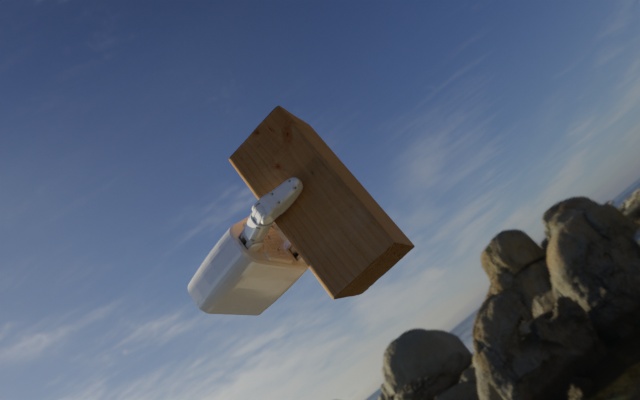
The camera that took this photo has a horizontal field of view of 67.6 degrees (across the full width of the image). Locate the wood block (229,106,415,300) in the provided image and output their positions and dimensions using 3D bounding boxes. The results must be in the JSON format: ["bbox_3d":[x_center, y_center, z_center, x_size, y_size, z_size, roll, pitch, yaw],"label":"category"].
[{"bbox_3d":[0.000,0.002,0.548,0.090,0.206,0.091,-44,-21,13],"label":"wood block"}]
